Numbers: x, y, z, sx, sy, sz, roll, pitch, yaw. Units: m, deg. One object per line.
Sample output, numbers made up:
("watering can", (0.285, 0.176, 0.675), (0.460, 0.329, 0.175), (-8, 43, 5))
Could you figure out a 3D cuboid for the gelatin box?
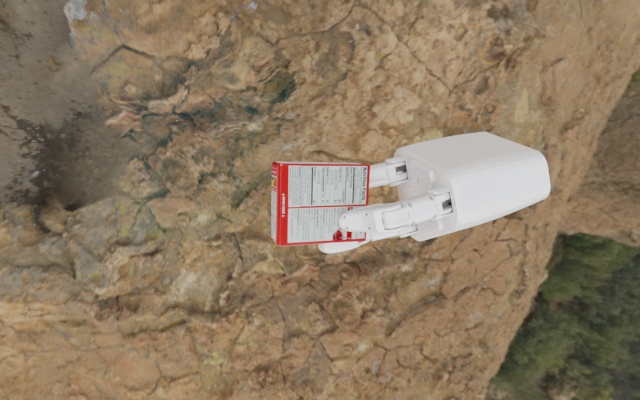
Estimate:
("gelatin box", (0.000, 0.002, 0.438), (0.089, 0.073, 0.030), (-2, 9, -22))
